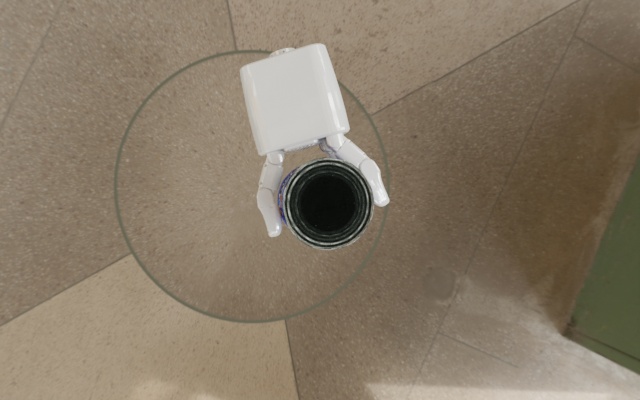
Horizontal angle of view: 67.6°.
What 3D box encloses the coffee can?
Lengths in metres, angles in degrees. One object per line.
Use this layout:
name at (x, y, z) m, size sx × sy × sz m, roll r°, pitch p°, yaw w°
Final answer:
coffee can at (0.000, 0.002, 0.591) m, size 0.103 × 0.103 × 0.140 m, roll 0°, pitch 2°, yaw -8°
